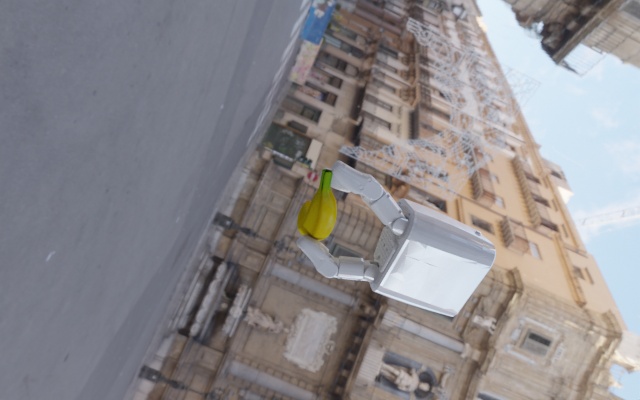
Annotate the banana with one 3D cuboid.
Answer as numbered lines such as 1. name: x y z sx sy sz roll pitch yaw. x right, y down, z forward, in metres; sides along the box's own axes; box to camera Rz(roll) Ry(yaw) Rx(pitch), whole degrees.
1. banana: -0.004 0.019 0.598 0.037 0.069 0.198 17 -13 -6
